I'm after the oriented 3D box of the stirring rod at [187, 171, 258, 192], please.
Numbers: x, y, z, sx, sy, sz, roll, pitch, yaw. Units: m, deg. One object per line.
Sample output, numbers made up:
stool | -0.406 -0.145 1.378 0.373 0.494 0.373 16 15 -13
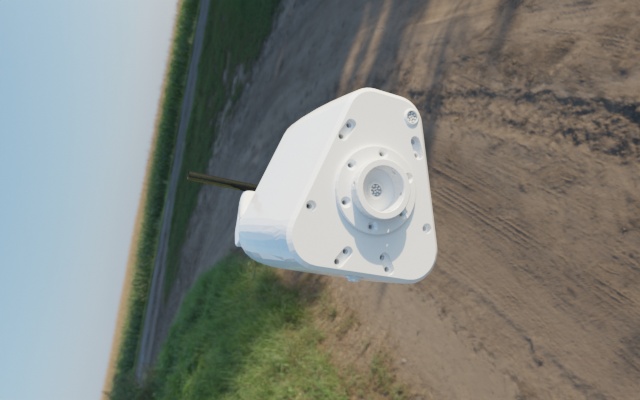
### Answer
stirring rod | 0.000 0.001 0.441 0.239 0.011 0.011 11 -4 -20
